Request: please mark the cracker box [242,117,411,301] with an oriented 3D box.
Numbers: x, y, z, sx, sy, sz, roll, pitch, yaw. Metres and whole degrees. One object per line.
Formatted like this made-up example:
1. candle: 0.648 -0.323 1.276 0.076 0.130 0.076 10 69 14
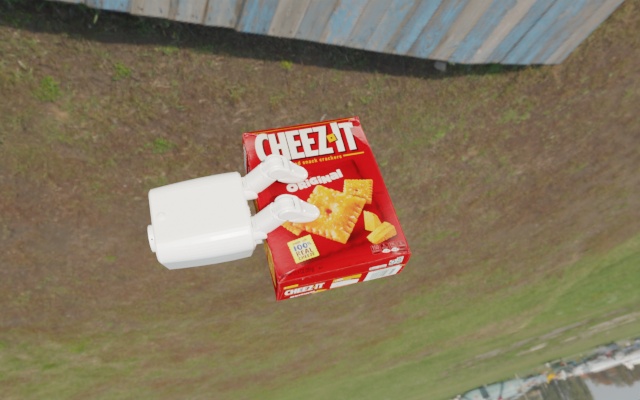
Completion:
1. cracker box: 0.000 0.002 0.608 0.164 0.213 0.072 -10 -28 -13
